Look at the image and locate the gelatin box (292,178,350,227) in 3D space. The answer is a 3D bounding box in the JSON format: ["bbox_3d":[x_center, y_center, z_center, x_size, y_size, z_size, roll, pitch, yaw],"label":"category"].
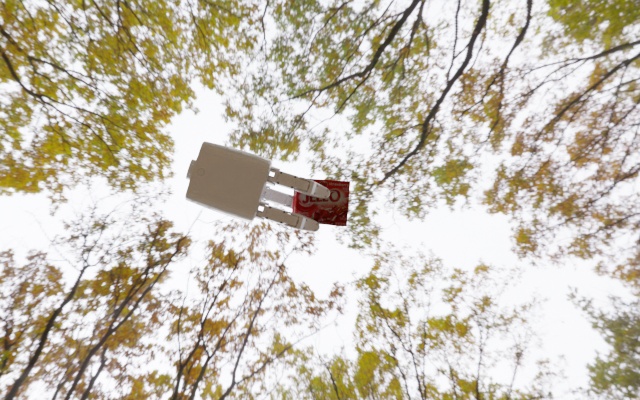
[{"bbox_3d":[0.000,0.003,0.762,0.089,0.073,0.030,4,0,-16],"label":"gelatin box"}]
